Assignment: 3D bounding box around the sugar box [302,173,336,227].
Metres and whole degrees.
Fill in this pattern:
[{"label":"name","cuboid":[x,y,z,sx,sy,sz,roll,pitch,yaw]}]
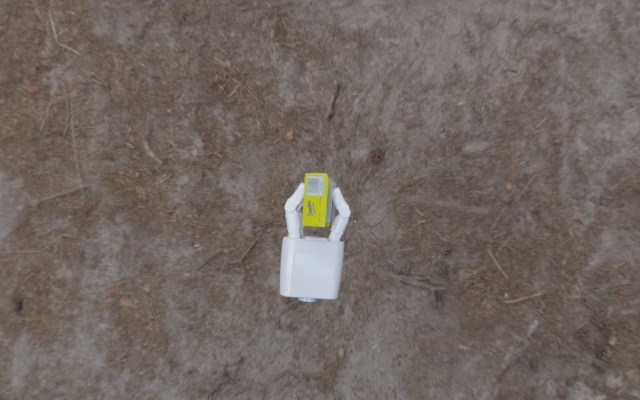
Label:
[{"label":"sugar box","cuboid":[0.000,0.003,0.897,0.048,0.093,0.176,4,-3,4]}]
